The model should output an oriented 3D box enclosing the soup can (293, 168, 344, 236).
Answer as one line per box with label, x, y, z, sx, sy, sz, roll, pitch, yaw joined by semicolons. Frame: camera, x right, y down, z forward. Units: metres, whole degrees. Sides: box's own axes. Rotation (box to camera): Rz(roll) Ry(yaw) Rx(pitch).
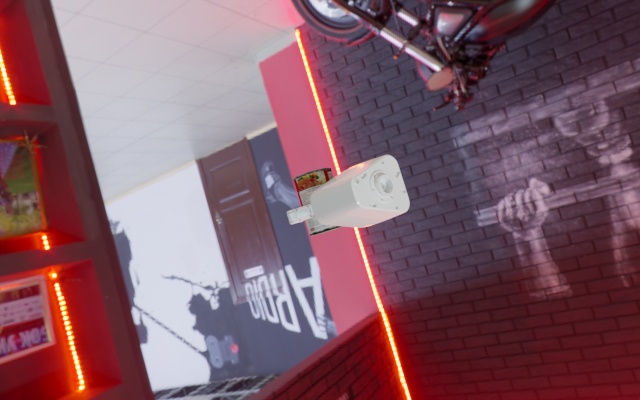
soup can;0.000;0.003;0.809;0.068;0.102;0.068;-17;-4;-1
